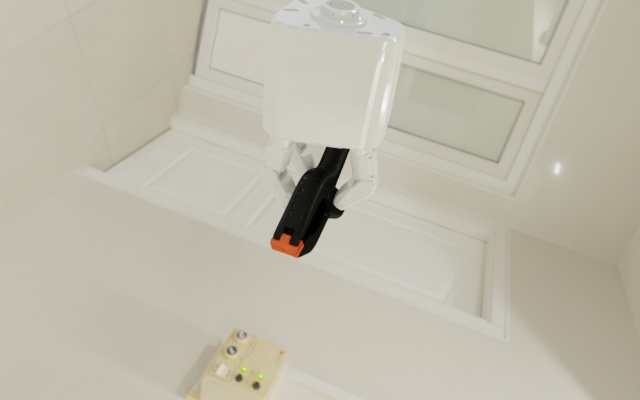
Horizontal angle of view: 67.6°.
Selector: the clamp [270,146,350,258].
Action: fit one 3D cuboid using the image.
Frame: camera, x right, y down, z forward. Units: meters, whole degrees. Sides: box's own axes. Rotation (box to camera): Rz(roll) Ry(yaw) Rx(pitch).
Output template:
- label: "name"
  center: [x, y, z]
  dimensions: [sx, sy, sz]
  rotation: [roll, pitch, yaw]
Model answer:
- label: "clamp"
  center: [0.001, 0.002, 0.534]
  dimensions: [0.036, 0.165, 0.210]
  rotation: [17, 41, 13]
